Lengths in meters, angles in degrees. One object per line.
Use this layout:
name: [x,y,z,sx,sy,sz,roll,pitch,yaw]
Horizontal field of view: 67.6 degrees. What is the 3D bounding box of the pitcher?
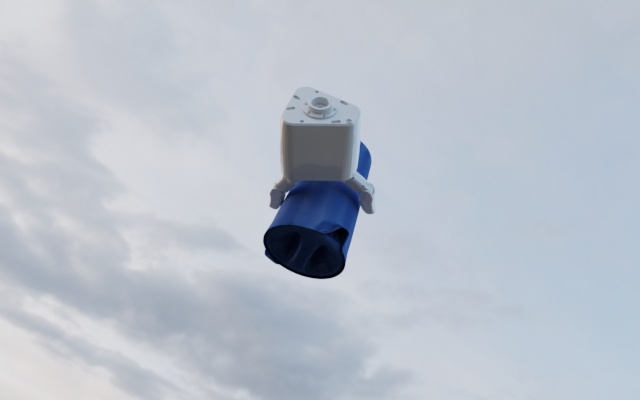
pitcher: [0.000,0.003,0.807,0.149,0.242,0.145,13,-41,12]
